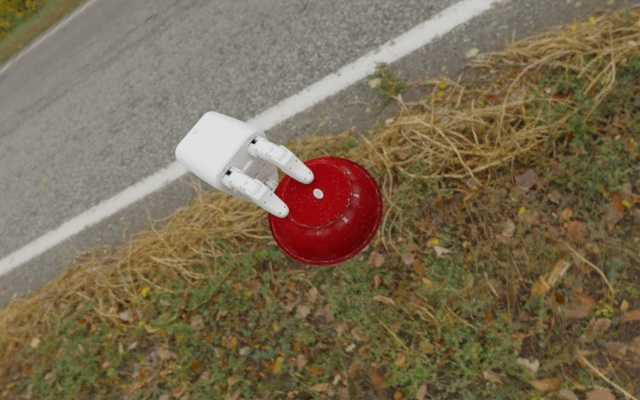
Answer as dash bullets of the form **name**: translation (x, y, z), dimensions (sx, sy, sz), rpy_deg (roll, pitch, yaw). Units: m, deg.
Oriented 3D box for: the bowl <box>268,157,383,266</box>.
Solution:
- **bowl**: translation (0.001, 0.002, 0.634), dimensions (0.162, 0.162, 0.055), rpy_deg (0, -22, 13)
